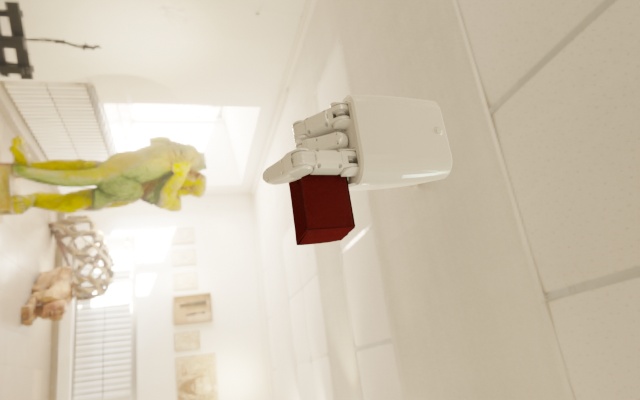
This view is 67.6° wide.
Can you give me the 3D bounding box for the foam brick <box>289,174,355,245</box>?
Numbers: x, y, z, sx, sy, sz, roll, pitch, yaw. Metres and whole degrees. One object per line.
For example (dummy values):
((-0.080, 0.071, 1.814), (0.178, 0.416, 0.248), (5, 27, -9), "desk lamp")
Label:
((0.000, 0.002, 0.500), (0.051, 0.078, 0.053), (-2, -20, -17), "foam brick")
